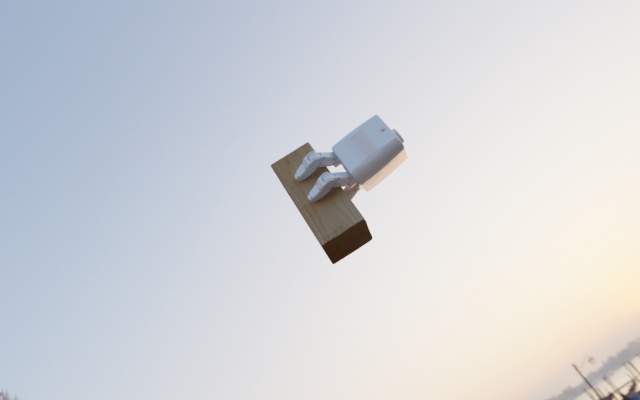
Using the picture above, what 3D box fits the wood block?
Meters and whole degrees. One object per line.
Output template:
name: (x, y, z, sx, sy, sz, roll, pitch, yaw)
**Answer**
wood block: (0.000, 0.003, 0.893, 0.090, 0.206, 0.091, -33, -33, -2)
